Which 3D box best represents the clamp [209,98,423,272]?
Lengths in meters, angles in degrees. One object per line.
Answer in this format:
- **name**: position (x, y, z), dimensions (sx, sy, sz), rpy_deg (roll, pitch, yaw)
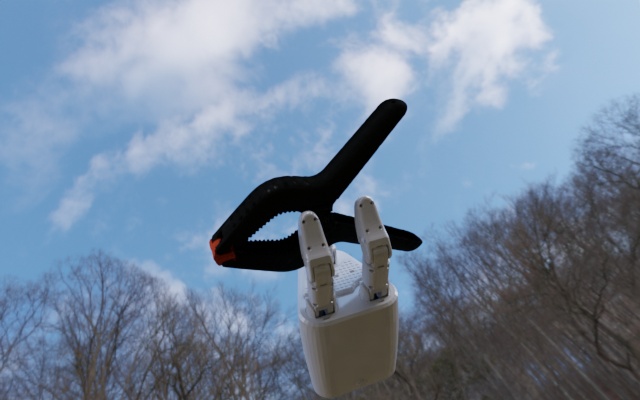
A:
- **clamp**: position (-0.001, 0.001, 0.438), dimensions (0.210, 0.165, 0.036), rpy_deg (-15, 29, -15)
